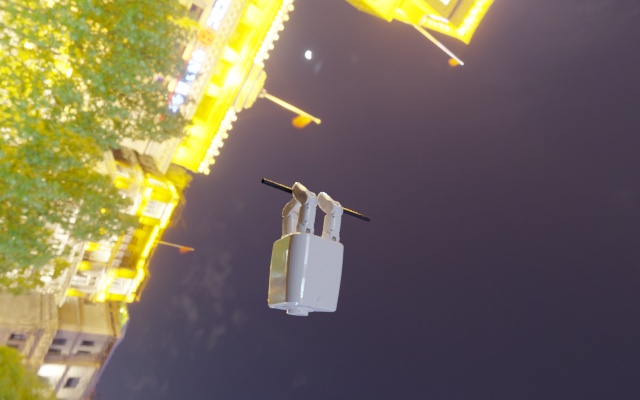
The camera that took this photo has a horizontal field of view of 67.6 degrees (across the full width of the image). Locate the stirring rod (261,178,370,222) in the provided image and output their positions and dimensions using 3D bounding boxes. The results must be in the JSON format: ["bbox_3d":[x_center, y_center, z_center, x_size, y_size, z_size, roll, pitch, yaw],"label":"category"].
[{"bbox_3d":[0.000,0.003,0.812,0.239,0.011,0.011,20,-13,-38],"label":"stirring rod"}]
